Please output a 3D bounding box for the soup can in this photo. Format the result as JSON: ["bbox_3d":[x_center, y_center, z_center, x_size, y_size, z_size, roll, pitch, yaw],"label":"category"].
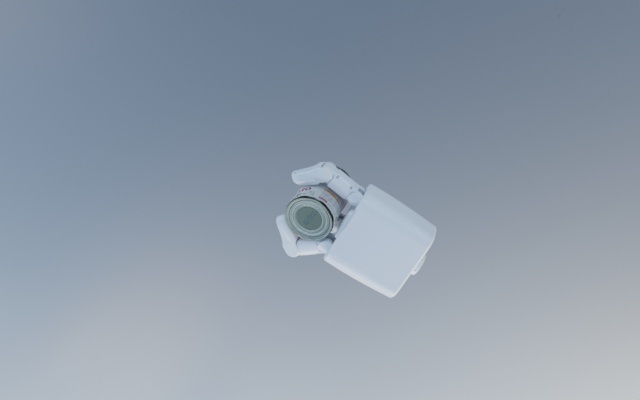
[{"bbox_3d":[0.000,0.002,0.653,0.068,0.068,0.102,0,28,20],"label":"soup can"}]
